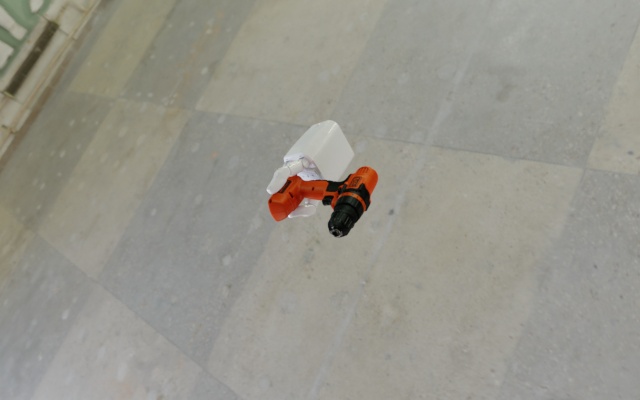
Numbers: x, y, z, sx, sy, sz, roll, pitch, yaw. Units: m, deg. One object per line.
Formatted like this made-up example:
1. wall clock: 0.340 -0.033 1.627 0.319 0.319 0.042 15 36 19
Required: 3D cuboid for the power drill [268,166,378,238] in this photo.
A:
1. power drill: 0.000 0.003 0.887 0.187 0.057 0.184 1 34 28
